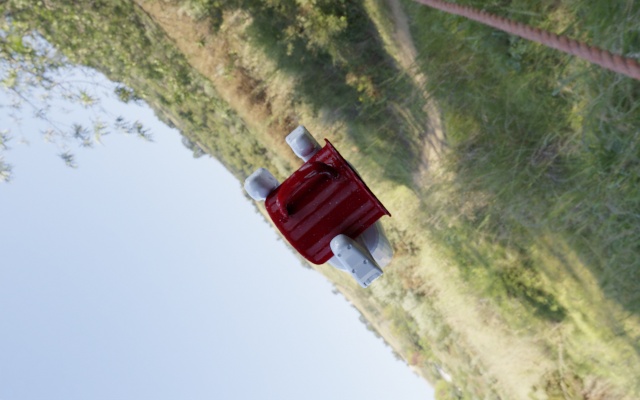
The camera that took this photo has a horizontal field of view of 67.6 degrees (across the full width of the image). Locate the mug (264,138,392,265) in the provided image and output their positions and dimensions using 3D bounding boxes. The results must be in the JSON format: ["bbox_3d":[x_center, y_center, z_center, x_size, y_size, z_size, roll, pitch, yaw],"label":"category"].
[{"bbox_3d":[-0.001,0.001,0.422,0.081,0.093,0.117,-40,-24,6],"label":"mug"}]
